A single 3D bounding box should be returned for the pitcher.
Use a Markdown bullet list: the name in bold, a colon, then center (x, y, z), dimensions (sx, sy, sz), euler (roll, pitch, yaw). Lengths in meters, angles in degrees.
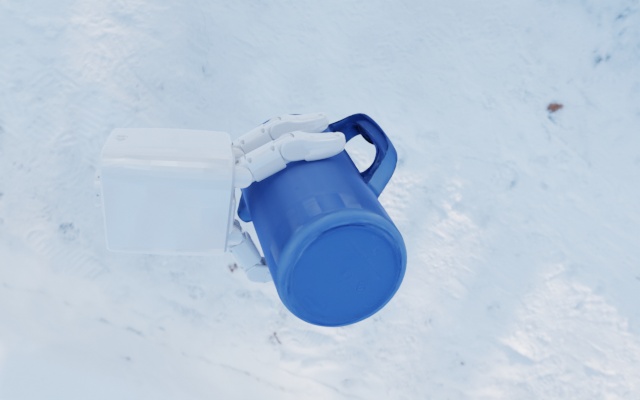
- **pitcher**: center (0.000, 0.002, 0.469), dimensions (0.145, 0.149, 0.242), euler (3, 24, -16)
